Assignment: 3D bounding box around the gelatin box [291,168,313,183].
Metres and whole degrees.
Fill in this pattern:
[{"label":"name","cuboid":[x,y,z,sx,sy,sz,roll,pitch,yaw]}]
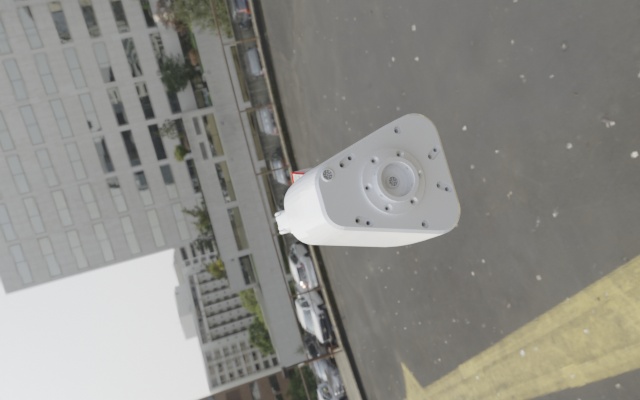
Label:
[{"label":"gelatin box","cuboid":[0.000,0.002,0.530,0.030,0.073,0.089,-15,9,-20]}]
